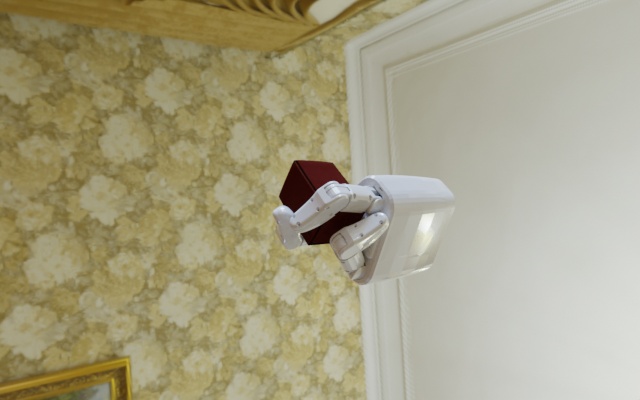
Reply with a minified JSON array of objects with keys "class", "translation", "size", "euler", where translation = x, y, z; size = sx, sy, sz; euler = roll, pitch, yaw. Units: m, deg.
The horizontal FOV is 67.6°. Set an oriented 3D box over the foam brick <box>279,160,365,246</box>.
[{"class":"foam brick","translation":[0.000,0.001,0.504],"size":[0.051,0.053,0.078],"euler":[-3,45,-37]}]
